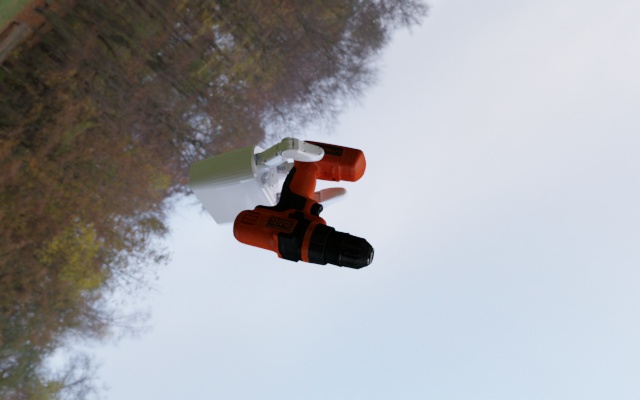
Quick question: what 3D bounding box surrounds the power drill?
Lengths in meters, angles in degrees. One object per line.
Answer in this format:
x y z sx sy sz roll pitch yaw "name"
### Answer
0.000 0.002 0.636 0.184 0.057 0.187 13 47 16 "power drill"
